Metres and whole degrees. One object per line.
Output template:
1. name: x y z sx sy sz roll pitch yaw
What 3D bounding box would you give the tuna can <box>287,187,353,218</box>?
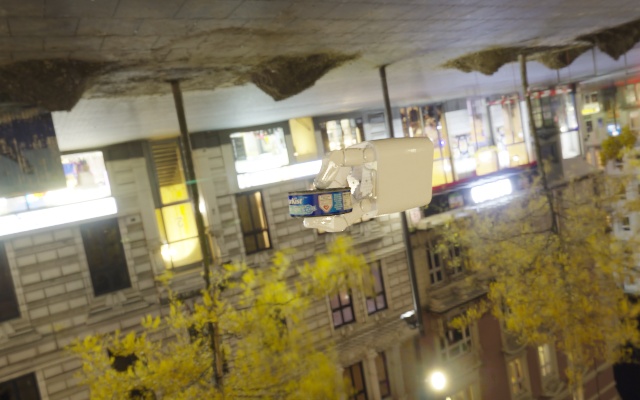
1. tuna can: 0.000 0.003 0.634 0.086 0.034 0.086 -5 3 0
